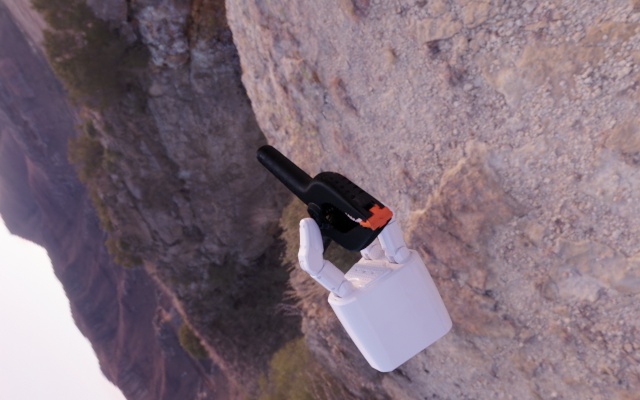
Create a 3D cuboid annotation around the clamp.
[{"bbox_3d":[0.000,0.002,0.534,0.036,0.164,0.210,-35,13,-23],"label":"clamp"}]
